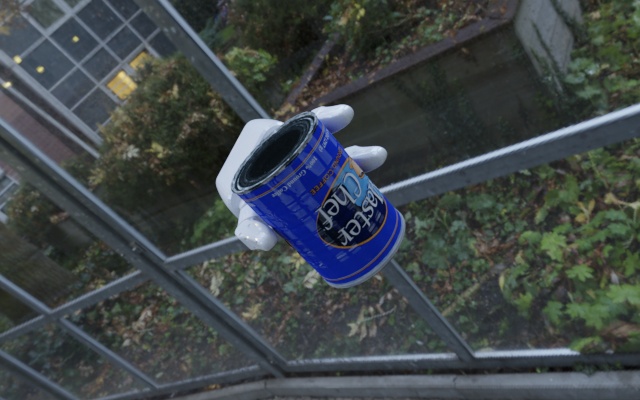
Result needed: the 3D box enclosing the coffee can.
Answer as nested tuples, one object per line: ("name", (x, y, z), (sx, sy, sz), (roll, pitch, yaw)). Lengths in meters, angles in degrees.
("coffee can", (0.000, 0.002, 0.457), (0.140, 0.102, 0.103), (47, -24, -24))
